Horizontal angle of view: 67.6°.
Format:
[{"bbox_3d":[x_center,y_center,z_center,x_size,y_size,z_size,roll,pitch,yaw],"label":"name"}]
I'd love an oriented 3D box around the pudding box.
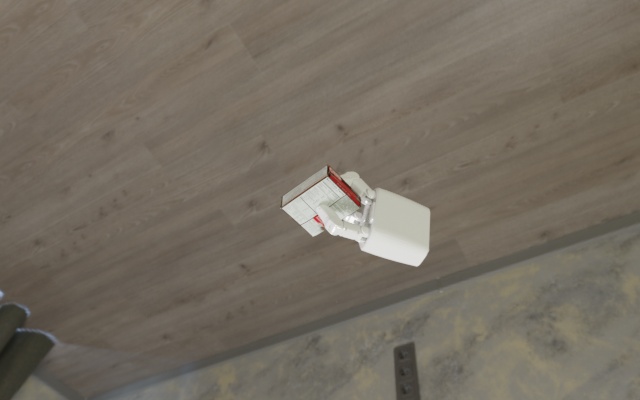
[{"bbox_3d":[0.000,0.003,0.826,0.113,0.090,0.039,-34,28,24],"label":"pudding box"}]
